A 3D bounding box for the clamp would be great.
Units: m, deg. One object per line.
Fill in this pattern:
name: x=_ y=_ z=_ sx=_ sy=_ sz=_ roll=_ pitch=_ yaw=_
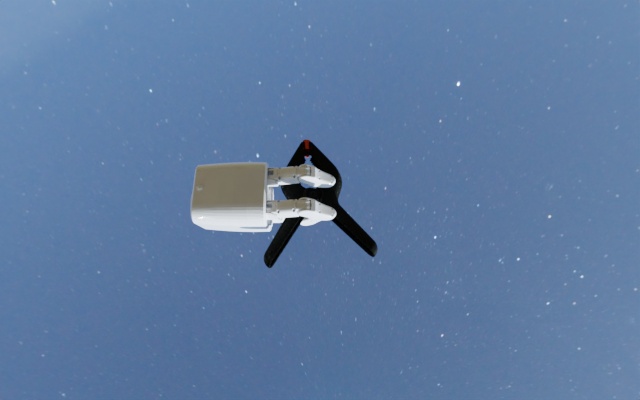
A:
clamp: x=0.000 y=0.002 z=0.728 sx=0.164 sy=0.210 sz=0.036 roll=1 pitch=-26 yaw=-4
